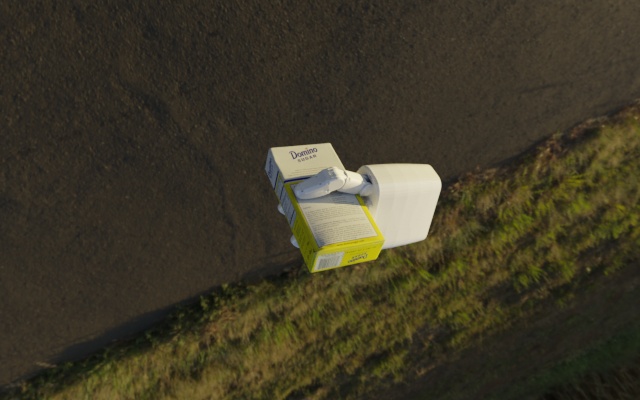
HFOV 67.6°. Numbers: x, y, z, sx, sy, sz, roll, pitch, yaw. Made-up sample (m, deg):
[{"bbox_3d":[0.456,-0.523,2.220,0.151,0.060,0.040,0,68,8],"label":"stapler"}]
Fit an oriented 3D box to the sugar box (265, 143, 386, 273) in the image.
[{"bbox_3d":[0.000,0.002,0.607,0.093,0.048,0.176,-7,48,-24],"label":"sugar box"}]
